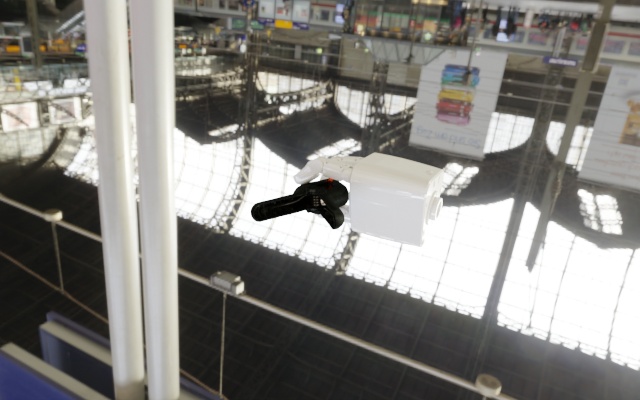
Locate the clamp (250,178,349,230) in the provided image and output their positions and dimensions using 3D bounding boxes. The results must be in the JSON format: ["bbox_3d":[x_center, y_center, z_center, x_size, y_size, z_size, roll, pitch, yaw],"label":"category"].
[{"bbox_3d":[0.000,0.003,0.640,0.120,0.039,0.171,14,23,24],"label":"clamp"}]
